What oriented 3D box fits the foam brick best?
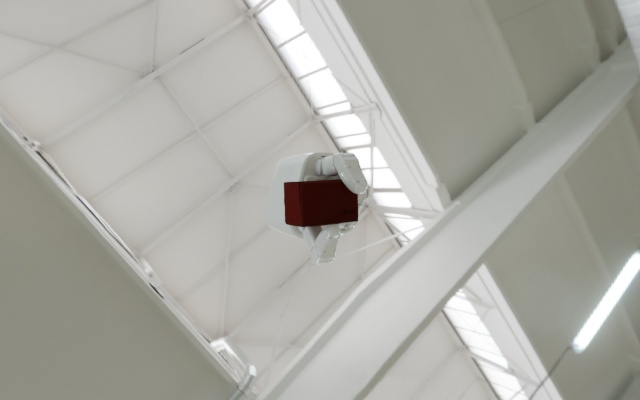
[{"bbox_3d":[0.000,0.002,0.573,0.078,0.053,0.051,-3,4,-28],"label":"foam brick"}]
